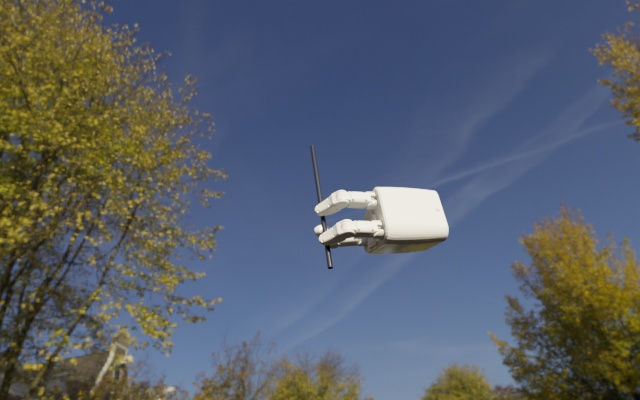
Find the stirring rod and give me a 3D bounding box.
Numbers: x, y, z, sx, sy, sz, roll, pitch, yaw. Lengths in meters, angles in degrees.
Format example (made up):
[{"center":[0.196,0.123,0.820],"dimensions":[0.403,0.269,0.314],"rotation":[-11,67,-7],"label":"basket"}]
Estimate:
[{"center":[0.000,0.003,0.782],"dimensions":[0.011,0.239,0.011],"rotation":[-6,-34,-4],"label":"stirring rod"}]
